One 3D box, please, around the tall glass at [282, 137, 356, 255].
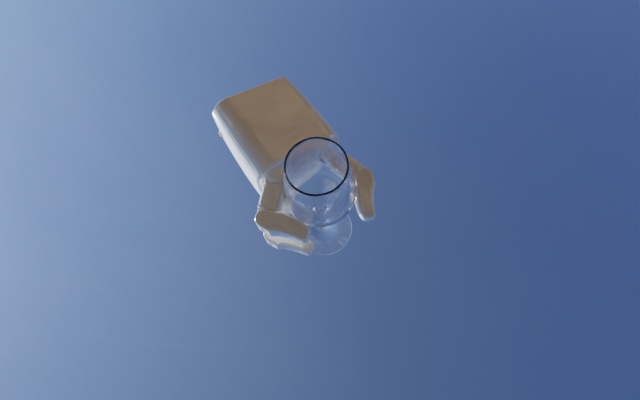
[{"bbox_3d":[0.000,0.002,0.541,0.079,0.079,0.201,0,-20,2],"label":"tall glass"}]
